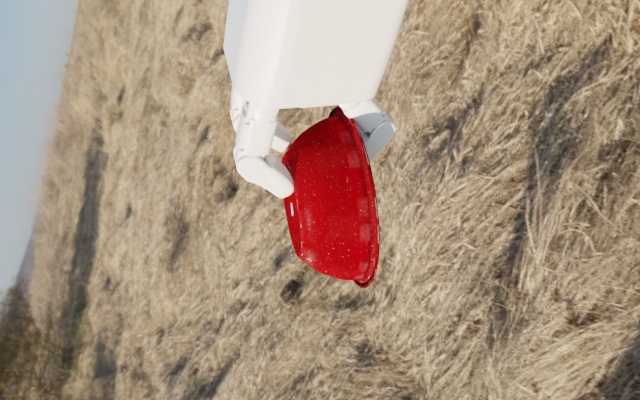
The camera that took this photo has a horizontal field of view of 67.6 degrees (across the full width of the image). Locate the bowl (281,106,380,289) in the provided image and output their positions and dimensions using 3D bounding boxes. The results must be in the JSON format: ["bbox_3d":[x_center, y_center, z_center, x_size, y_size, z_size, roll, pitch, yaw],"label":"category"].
[{"bbox_3d":[0.000,0.003,0.422,0.055,0.162,0.162,-9,2,-11],"label":"bowl"}]
